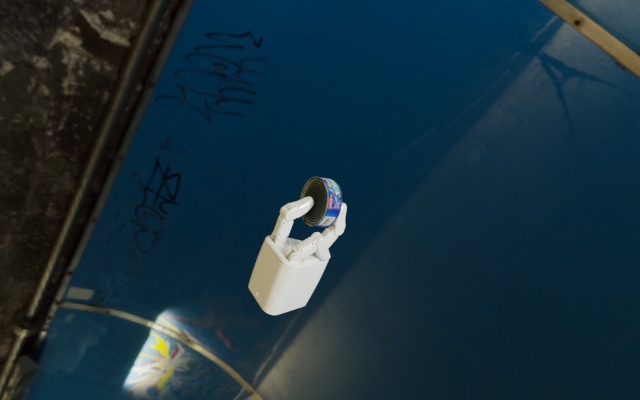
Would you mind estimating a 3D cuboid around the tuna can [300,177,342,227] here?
[{"bbox_3d":[0.001,0.003,0.834,0.034,0.086,0.086,7,-4,-34],"label":"tuna can"}]
